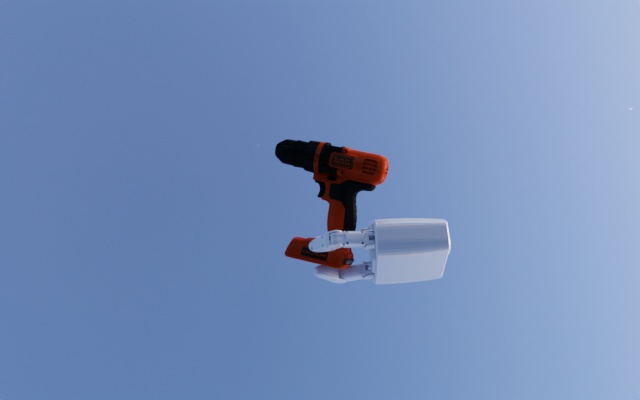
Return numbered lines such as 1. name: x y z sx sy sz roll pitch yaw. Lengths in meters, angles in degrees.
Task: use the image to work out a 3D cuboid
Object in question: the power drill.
1. power drill: 0.000 0.003 0.745 0.184 0.187 0.057 12 1 18
